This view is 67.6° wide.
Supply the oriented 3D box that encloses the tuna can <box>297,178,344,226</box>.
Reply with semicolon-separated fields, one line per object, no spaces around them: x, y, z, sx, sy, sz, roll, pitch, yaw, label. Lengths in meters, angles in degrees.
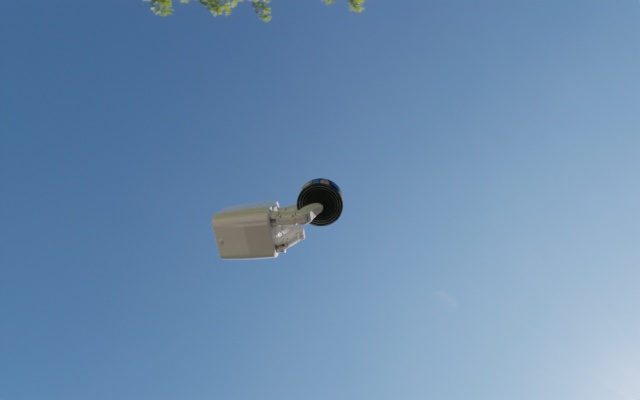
0.000;0.003;0.888;0.086;0.086;0.033;0;23;6;tuna can
